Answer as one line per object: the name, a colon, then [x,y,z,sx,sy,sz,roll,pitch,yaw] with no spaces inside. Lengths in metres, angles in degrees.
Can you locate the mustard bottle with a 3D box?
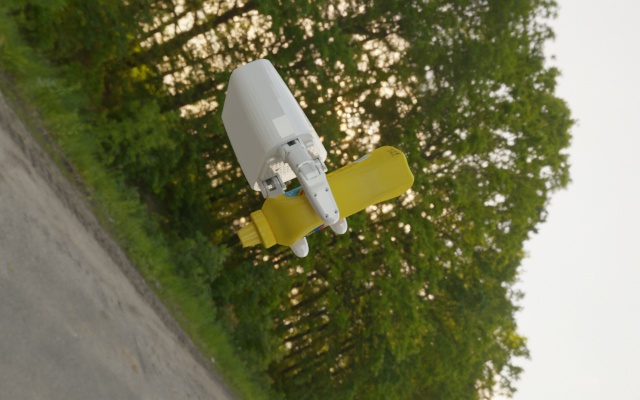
mustard bottle: [0.000,0.002,0.523,0.191,0.058,0.096,-24,7,-11]
